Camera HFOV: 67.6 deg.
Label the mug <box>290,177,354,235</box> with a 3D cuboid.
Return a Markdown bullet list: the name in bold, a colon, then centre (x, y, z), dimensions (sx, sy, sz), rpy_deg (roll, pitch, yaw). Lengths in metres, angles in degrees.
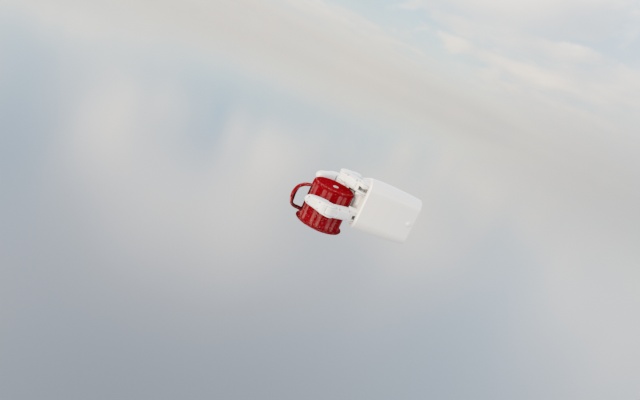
- **mug**: centre (-0.001, 0.002, 0.897), dimensions (0.117, 0.081, 0.093), rpy_deg (21, 16, -12)
